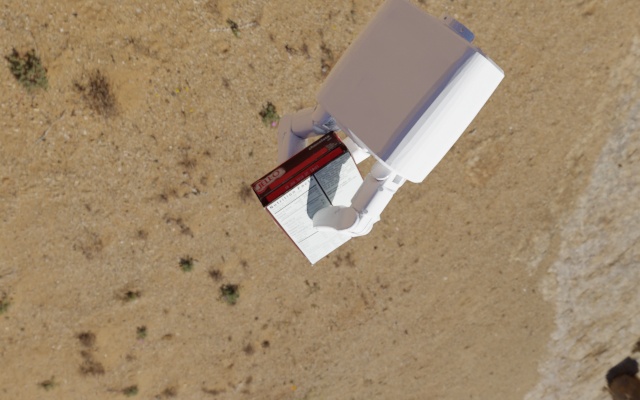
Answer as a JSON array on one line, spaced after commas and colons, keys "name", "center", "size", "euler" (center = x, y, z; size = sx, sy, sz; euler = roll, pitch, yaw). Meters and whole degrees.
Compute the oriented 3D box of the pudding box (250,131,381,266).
[{"name": "pudding box", "center": [0.000, 0.002, 0.451], "size": [0.090, 0.039, 0.114], "euler": [-33, -43, -1]}]
